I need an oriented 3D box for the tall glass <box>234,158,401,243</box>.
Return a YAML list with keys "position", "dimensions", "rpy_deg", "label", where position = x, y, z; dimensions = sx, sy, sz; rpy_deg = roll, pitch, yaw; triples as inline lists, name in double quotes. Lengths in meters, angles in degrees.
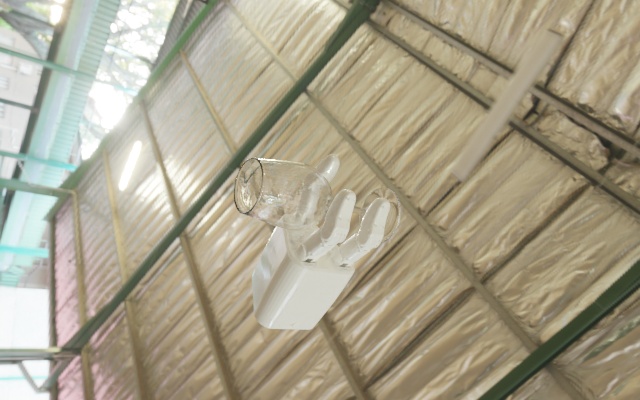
- position: [0.001, 0.002, 0.567]
  dimensions: [0.201, 0.079, 0.079]
  rpy_deg: [13, -8, -37]
  label: "tall glass"
